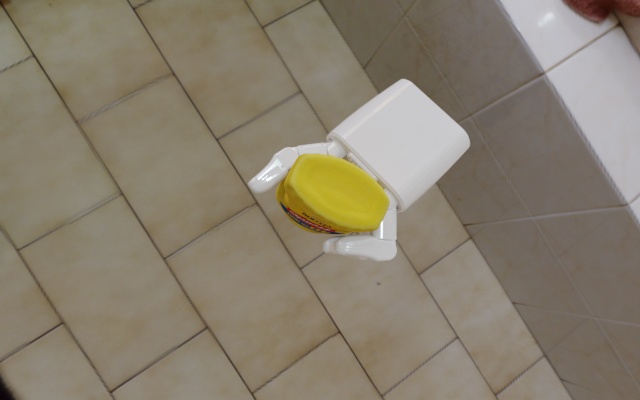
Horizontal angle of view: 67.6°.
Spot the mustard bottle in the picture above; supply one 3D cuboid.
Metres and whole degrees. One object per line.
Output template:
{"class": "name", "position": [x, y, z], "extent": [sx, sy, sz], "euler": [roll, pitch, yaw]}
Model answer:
{"class": "mustard bottle", "position": [0.000, 0.002, 0.515], "extent": [0.096, 0.058, 0.191], "euler": [26, -10, -8]}
